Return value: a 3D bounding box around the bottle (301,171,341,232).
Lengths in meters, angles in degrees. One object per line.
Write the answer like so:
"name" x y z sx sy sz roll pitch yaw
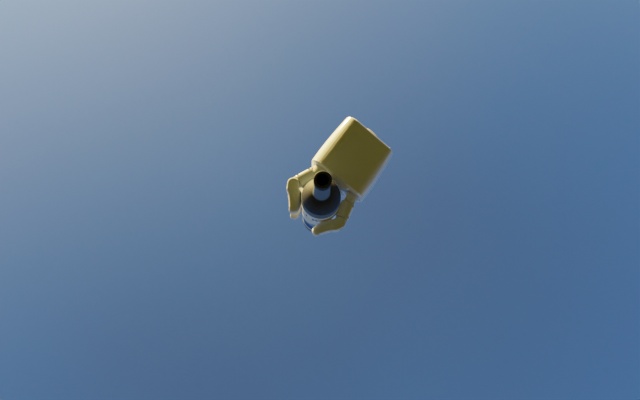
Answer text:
"bottle" 0.000 0.003 0.832 0.069 0.069 0.296 0 -13 -1
